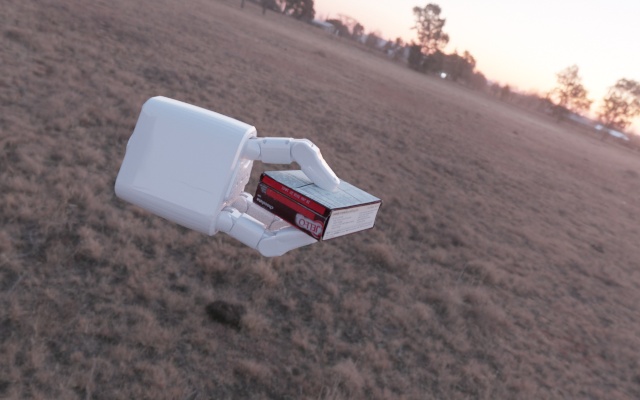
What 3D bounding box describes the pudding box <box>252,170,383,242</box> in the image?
[{"bbox_3d":[0.000,0.001,0.495,0.090,0.039,0.113,30,21,28],"label":"pudding box"}]
